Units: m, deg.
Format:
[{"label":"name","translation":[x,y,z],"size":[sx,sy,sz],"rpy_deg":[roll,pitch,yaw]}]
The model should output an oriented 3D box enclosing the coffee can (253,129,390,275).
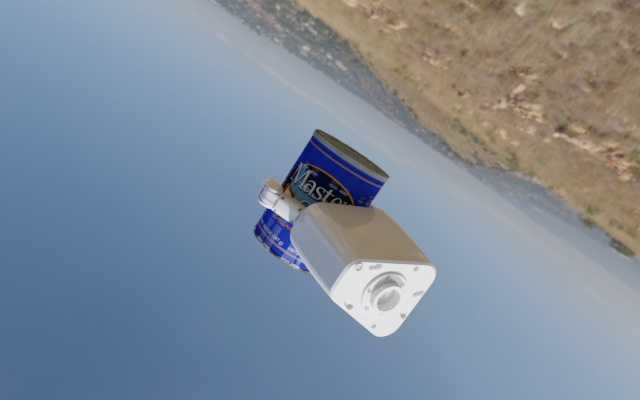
[{"label":"coffee can","translation":[0.000,0.002,0.566],"size":[0.103,0.140,0.102],"rpy_deg":[32,12,-8]}]
